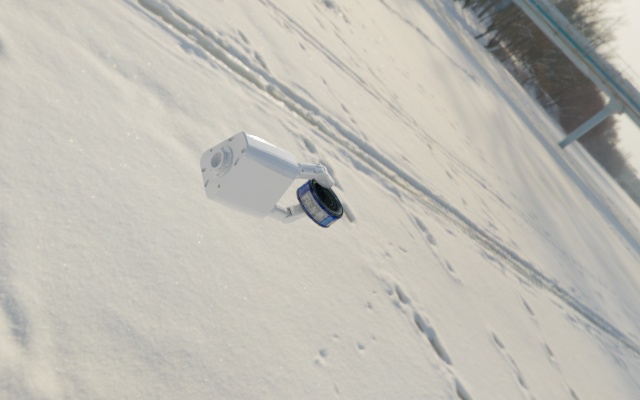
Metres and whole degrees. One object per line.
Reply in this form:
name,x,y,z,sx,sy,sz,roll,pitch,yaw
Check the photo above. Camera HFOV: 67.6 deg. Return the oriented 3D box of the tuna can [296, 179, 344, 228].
tuna can,0.001,0.002,0.810,0.034,0.086,0.086,-38,-16,21
